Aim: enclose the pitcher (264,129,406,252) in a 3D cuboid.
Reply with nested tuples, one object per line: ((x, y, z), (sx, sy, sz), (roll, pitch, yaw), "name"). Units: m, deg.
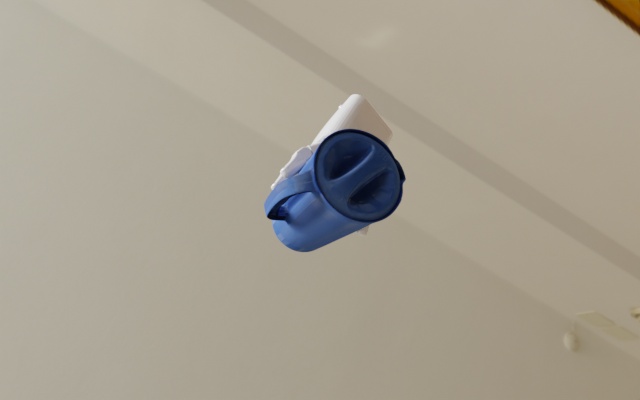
((0.000, 0.002, 0.724), (0.149, 0.145, 0.243), (34, -29, -9), "pitcher")
